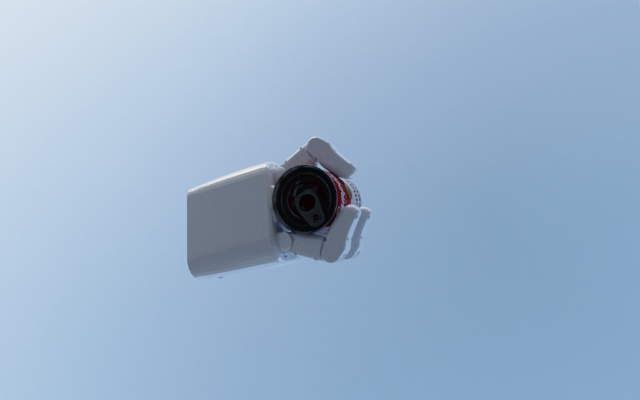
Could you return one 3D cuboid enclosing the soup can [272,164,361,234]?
[{"bbox_3d":[0.001,0.001,0.510,0.068,0.068,0.102,0,-3,19],"label":"soup can"}]
